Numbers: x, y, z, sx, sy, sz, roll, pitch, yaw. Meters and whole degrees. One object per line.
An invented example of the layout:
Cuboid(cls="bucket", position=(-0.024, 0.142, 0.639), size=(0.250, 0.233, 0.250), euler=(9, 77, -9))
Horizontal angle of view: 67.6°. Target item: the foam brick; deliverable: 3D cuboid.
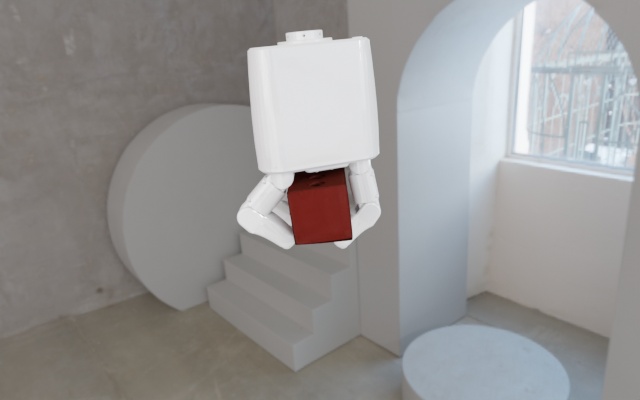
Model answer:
Cuboid(cls="foam brick", position=(0.000, 0.002, 0.444), size=(0.053, 0.051, 0.078), euler=(-7, 19, 2))
